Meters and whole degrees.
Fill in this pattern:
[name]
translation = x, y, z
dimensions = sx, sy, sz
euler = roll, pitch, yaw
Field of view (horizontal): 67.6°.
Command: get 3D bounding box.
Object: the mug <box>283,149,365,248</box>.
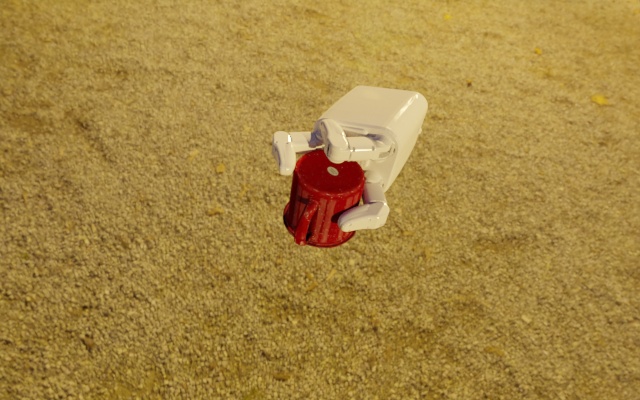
[mug]
translation = -0.001, 0.002, 0.550
dimensions = 0.093, 0.082, 0.117
euler = 25, 46, 13
